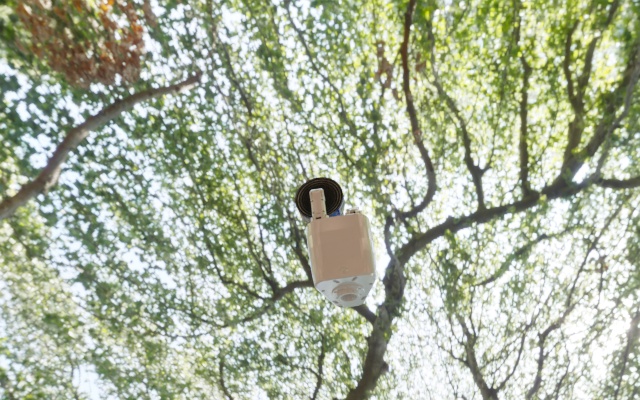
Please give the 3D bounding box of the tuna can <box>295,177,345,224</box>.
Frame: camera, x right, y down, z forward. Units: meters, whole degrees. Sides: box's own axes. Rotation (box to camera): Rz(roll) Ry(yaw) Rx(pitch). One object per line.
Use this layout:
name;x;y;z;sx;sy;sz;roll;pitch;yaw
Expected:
tuna can;0.000;0.003;0.839;0.086;0.086;0.034;0;-33;13
